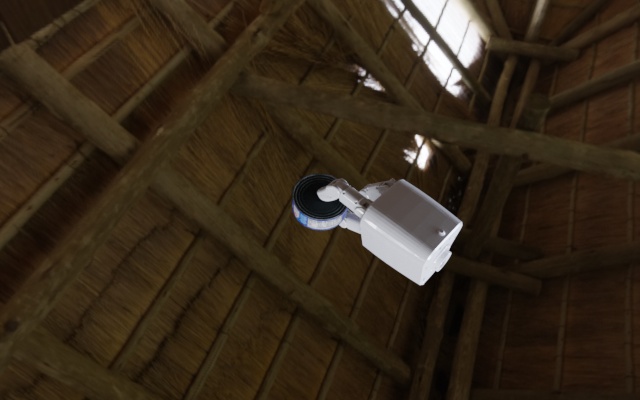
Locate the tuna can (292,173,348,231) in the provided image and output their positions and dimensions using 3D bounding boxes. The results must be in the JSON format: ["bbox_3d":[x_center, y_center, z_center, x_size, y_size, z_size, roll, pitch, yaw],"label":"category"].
[{"bbox_3d":[0.000,0.003,0.724,0.086,0.086,0.034,0,-36,-5],"label":"tuna can"}]
